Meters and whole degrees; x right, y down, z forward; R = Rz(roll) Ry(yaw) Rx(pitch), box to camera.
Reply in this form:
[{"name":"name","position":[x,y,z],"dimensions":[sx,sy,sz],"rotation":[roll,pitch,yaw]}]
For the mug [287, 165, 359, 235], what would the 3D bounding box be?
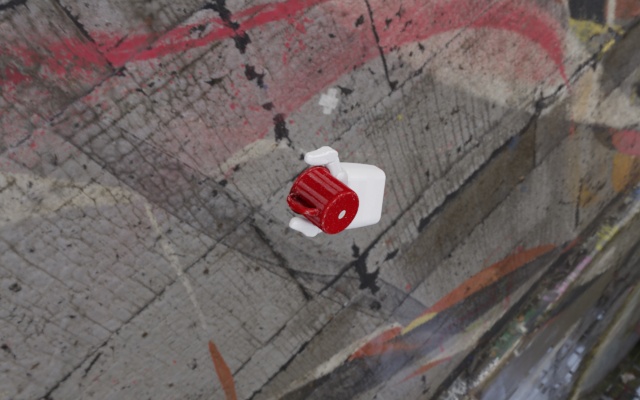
[{"name":"mug","position":[-0.001,0.003,0.765],"dimensions":[0.117,0.093,0.081],"rotation":[-4,31,-44]}]
